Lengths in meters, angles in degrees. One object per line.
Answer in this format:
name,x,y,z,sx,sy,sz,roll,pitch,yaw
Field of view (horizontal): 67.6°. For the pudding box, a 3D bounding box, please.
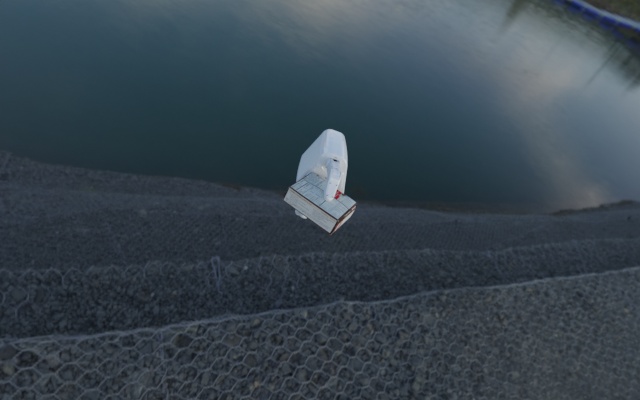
pudding box,0.000,0.003,0.880,0.113,0.039,0.090,34,33,13
